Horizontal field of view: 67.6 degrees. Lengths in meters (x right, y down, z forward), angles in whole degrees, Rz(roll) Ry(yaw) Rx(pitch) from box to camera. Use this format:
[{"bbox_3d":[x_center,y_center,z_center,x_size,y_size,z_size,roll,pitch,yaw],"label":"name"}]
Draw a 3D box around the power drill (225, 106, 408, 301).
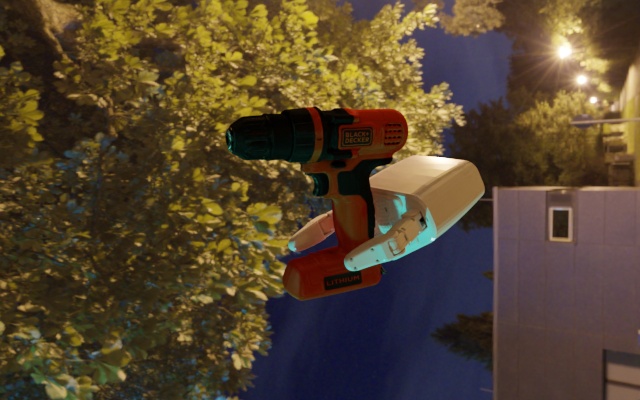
[{"bbox_3d":[0.000,0.002,0.475,0.184,0.188,0.057,-6,20,-23],"label":"power drill"}]
